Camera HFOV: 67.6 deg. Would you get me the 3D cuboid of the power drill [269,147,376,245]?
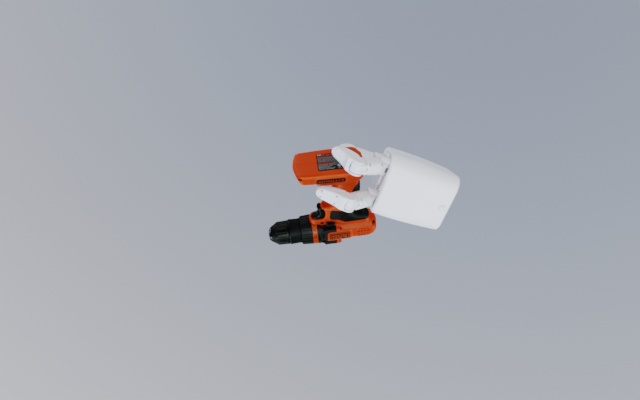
[{"bbox_3d":[0.000,0.002,0.764,0.184,0.057,0.188,-9,-38,-4],"label":"power drill"}]
